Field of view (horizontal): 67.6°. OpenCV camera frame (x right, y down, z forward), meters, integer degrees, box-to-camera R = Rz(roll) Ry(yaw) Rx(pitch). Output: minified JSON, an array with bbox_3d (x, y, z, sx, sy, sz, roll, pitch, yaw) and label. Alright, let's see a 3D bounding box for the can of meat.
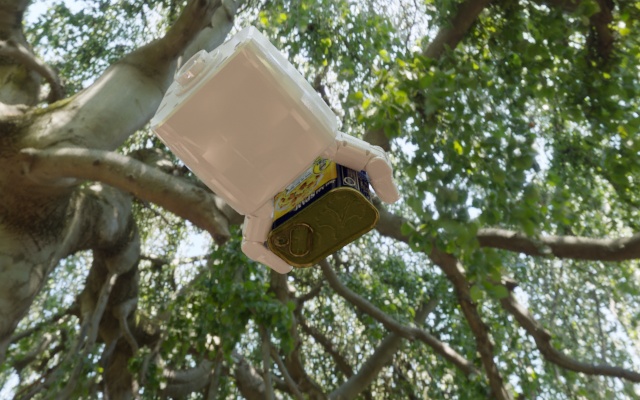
[{"bbox_3d":[0.000,0.001,0.453,0.102,0.084,0.057,-34,-58,23],"label":"can of meat"}]
